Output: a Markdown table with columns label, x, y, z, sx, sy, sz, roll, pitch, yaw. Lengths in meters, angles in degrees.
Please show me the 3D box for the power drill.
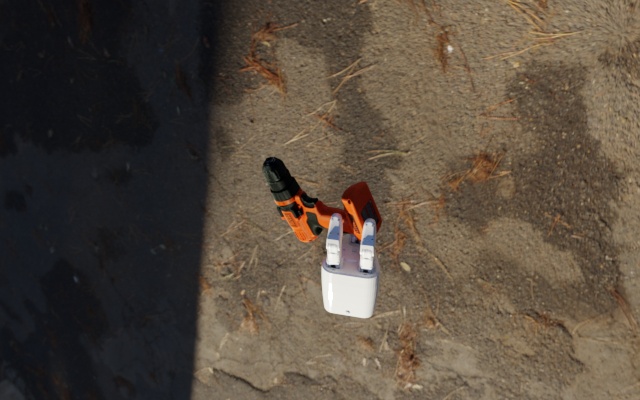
| label | x | y | z | sx | sy | sz | roll | pitch | yaw |
| --- | --- | --- | --- | --- | --- | --- | --- | --- | --- |
| power drill | 0.001 | 0.003 | 0.814 | 0.187 | 0.184 | 0.057 | 6 | 46 | 39 |
